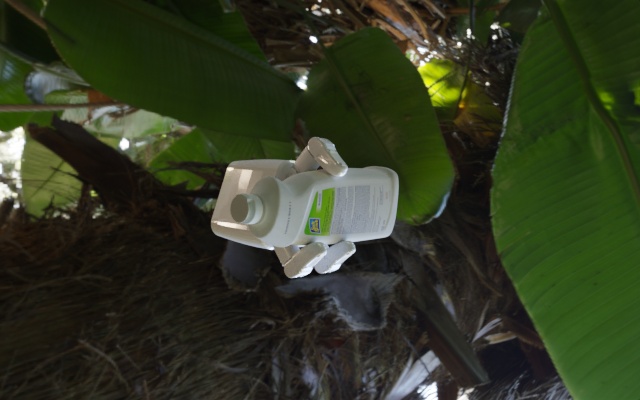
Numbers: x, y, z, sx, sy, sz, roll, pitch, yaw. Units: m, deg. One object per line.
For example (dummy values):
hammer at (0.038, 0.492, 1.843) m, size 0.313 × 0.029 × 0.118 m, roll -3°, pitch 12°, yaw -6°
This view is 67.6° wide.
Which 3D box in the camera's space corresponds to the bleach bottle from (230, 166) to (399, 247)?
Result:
bleach bottle at (0.000, 0.002, 0.572) m, size 0.068 × 0.102 × 0.251 m, roll 6°, pitch 3°, yaw 40°
